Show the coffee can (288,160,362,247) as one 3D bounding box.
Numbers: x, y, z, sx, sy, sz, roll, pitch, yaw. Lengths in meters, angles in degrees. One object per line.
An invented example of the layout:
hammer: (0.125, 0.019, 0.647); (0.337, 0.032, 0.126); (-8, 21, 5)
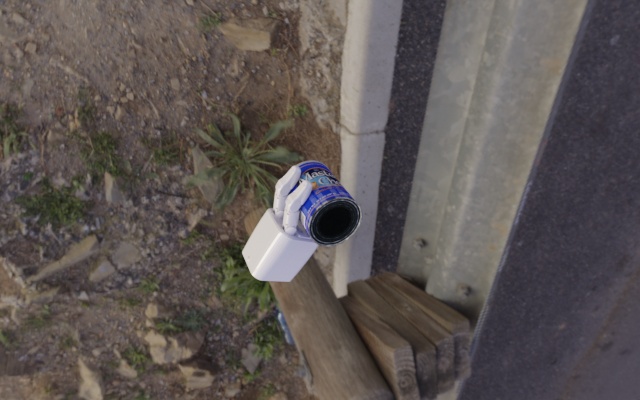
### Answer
coffee can: (0.000, 0.003, 0.878); (0.103, 0.103, 0.140); (0, 31, -27)
